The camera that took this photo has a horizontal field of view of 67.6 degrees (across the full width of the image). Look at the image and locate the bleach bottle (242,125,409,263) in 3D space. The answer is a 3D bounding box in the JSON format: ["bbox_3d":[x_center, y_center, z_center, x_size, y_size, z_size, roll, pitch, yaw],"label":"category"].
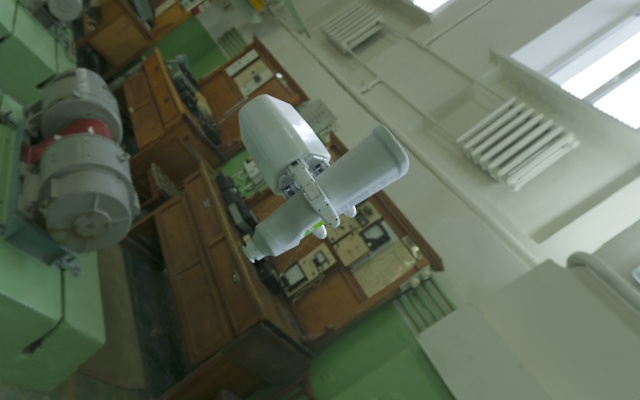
[{"bbox_3d":[0.000,0.002,0.655,0.251,0.068,0.102,-35,-14,1],"label":"bleach bottle"}]
